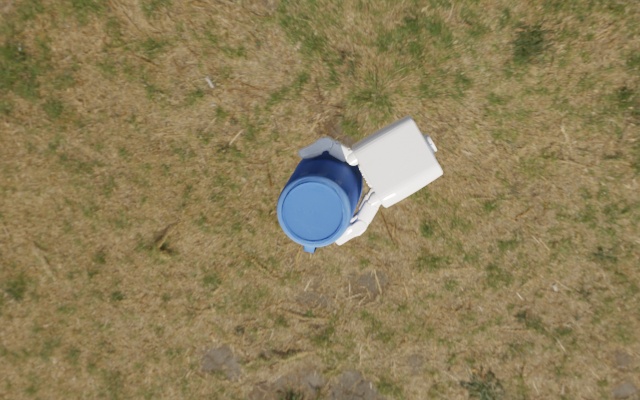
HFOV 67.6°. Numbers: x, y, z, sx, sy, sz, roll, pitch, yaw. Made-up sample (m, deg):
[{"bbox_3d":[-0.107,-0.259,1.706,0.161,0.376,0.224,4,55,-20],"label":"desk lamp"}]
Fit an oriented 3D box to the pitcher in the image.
[{"bbox_3d":[0.000,0.002,0.789,0.145,0.149,0.242,-30,7,11],"label":"pitcher"}]
